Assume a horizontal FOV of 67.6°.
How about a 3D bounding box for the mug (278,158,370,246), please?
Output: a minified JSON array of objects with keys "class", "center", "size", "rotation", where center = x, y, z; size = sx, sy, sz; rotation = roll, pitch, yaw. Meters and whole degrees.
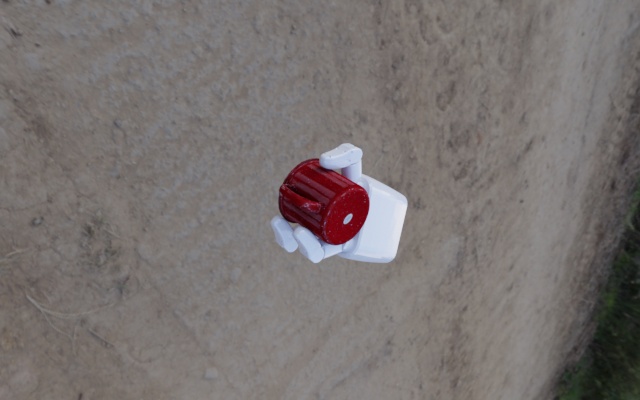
[{"class":"mug","center":[-0.001,0.002,0.591],"size":[0.081,0.093,0.117],"rotation":[32,10,40]}]
